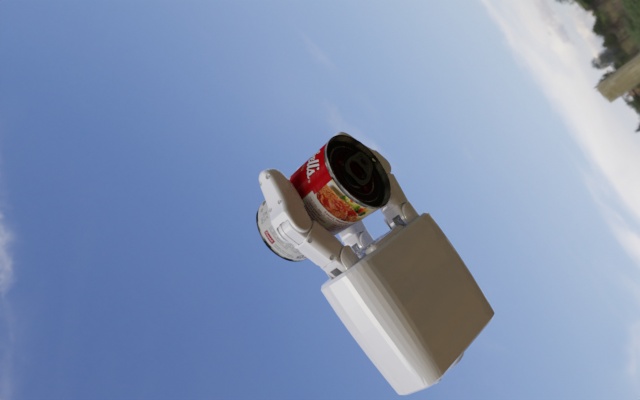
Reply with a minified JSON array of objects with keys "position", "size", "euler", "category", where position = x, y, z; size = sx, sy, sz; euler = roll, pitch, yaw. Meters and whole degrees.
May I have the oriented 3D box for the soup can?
[{"position":[0.000,0.001,0.405],"size":[0.068,0.068,0.102],"euler":[0,-30,-45],"category":"soup can"}]
